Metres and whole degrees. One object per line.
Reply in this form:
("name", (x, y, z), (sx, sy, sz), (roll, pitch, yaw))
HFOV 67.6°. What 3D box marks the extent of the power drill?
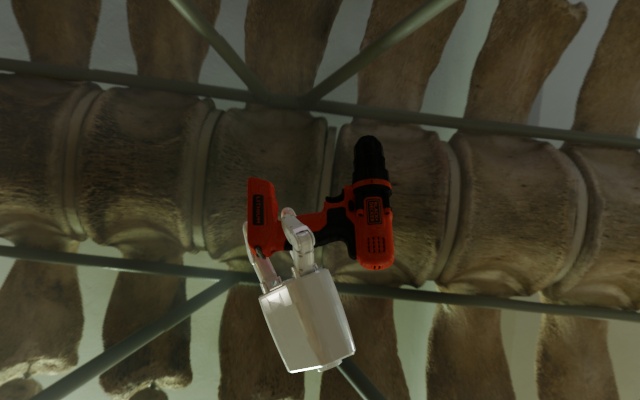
("power drill", (0.000, 0.002, 0.625), (0.187, 0.184, 0.057), (-4, -23, 4))
